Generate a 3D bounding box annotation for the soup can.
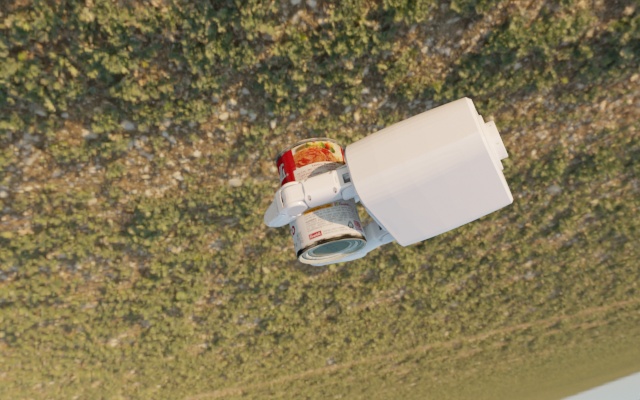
[{"bbox_3d":[0.000,0.002,0.454,0.068,0.102,0.068,-12,-22,-5],"label":"soup can"}]
